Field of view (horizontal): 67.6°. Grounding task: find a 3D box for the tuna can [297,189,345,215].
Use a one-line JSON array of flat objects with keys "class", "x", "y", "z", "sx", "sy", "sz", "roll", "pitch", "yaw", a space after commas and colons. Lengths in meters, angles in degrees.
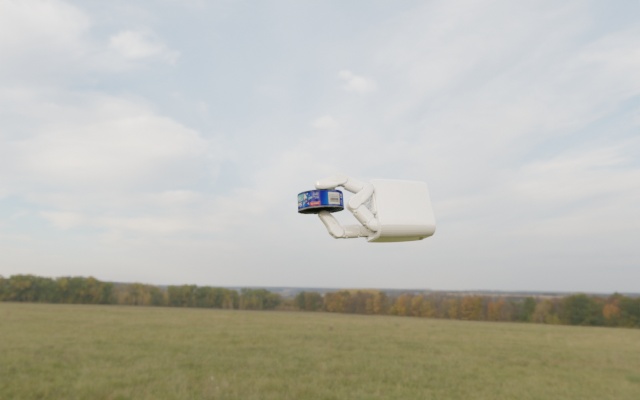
[{"class": "tuna can", "x": 0.000, "y": 0.002, "z": 0.873, "sx": 0.086, "sy": 0.033, "sz": 0.086, "roll": -4, "pitch": -10, "yaw": -1}]
